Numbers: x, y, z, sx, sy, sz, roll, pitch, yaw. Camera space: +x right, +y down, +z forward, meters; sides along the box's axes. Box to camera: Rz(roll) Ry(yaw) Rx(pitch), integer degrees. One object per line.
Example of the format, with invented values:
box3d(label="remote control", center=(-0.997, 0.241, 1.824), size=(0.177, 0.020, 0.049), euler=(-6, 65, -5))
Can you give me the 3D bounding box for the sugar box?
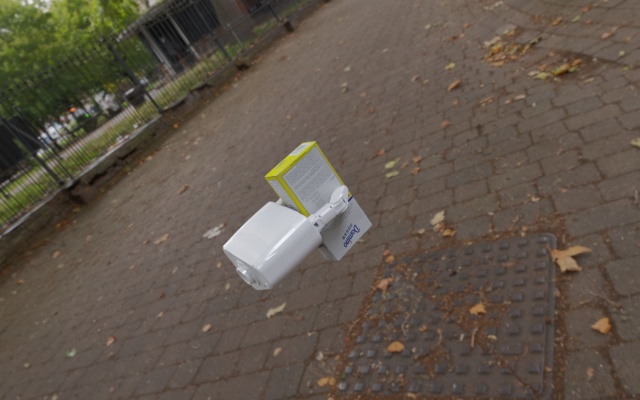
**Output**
box3d(label="sugar box", center=(0.000, 0.003, 0.765), size=(0.093, 0.176, 0.048), euler=(-44, 24, -24))
